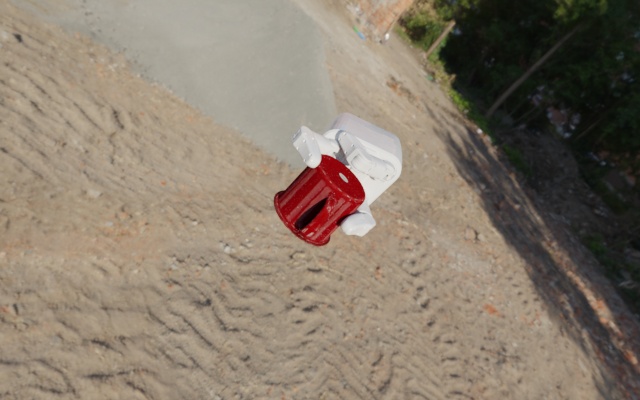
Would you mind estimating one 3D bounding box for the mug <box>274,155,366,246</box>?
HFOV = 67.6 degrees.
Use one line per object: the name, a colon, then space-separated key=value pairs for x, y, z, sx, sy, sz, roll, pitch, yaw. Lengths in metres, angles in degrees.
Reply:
mug: x=0.000 y=0.002 z=0.588 sx=0.093 sy=0.081 sz=0.117 roll=40 pitch=25 yaw=-10
